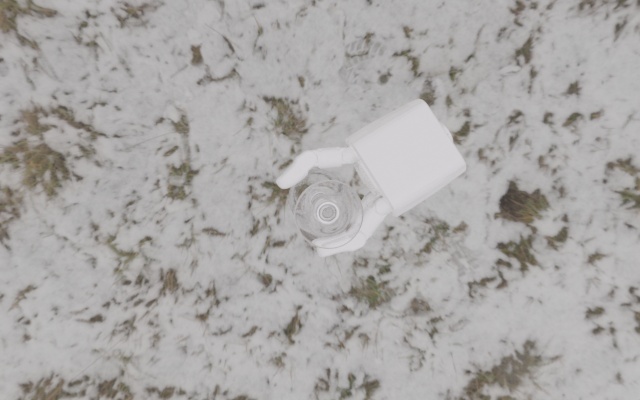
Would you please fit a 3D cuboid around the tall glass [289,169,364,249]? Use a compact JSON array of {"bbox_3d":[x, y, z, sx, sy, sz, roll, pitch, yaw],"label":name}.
[{"bbox_3d":[0.000,0.002,0.603,0.079,0.079,0.201,0,8,-6],"label":"tall glass"}]
